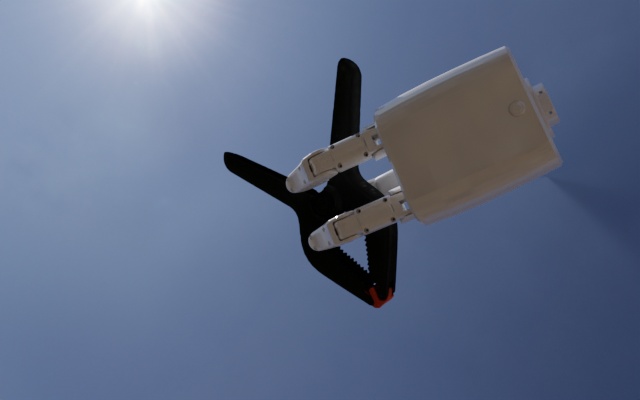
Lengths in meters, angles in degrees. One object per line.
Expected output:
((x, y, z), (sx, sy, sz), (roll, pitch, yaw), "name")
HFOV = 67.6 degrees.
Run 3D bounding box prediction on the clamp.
((0.001, 0.002, 0.437), (0.164, 0.210, 0.036), (-26, -8, 28), "clamp")
